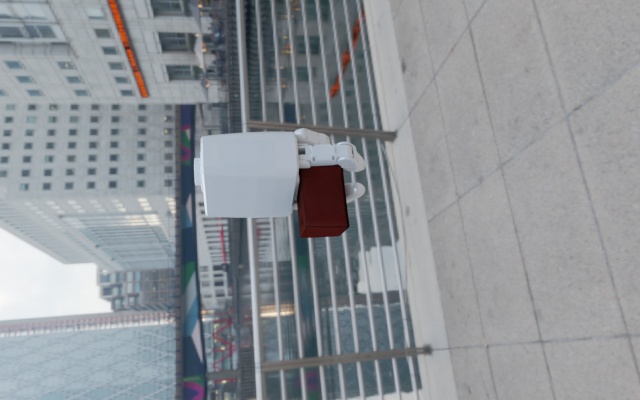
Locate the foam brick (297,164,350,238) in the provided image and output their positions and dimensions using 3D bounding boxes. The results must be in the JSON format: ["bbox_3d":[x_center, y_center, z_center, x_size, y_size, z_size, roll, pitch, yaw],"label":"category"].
[{"bbox_3d":[0.000,0.002,0.568,0.051,0.078,0.053,-2,-18,-12],"label":"foam brick"}]
